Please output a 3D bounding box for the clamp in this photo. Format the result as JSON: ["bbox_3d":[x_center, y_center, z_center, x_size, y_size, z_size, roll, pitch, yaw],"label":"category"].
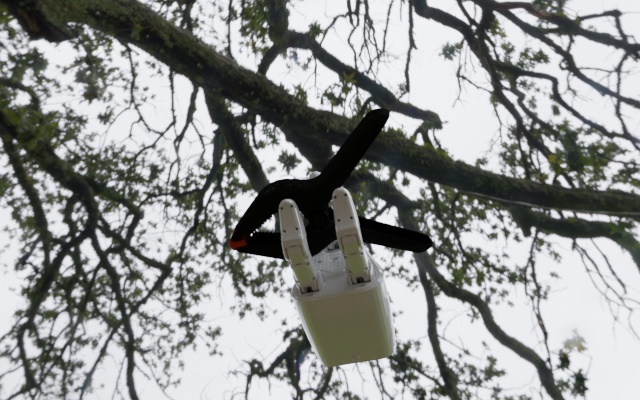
[{"bbox_3d":[0.000,0.002,0.495,0.210,0.165,0.036,-12,25,8],"label":"clamp"}]
